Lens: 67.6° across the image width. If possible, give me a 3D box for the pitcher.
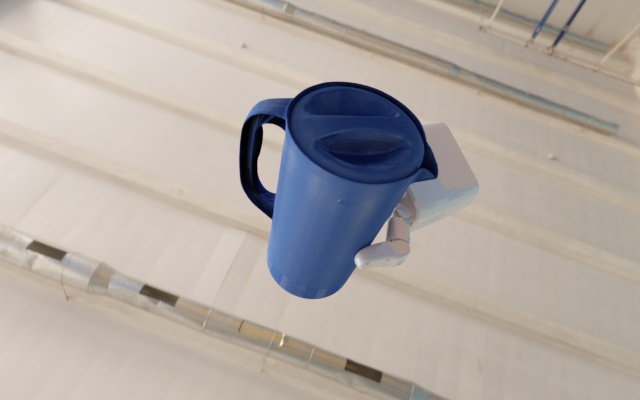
[{"bbox_3d":[0.000,0.002,0.514,0.145,0.149,0.243,-19,-31,-29],"label":"pitcher"}]
